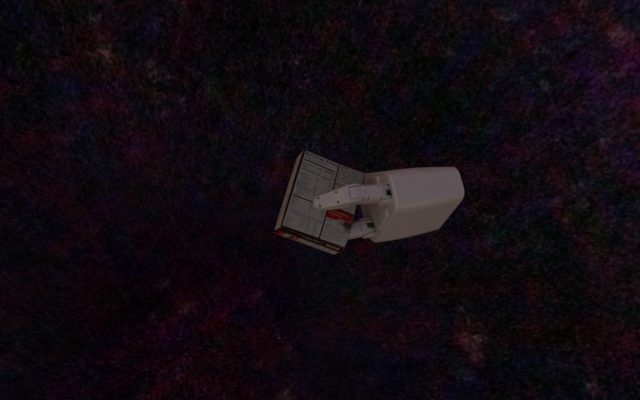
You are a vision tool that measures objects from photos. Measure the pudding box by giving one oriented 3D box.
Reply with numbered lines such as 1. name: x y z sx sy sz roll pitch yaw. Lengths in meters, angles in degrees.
1. pudding box: 0.000 0.002 0.609 0.090 0.113 0.039 20 -22 -11
